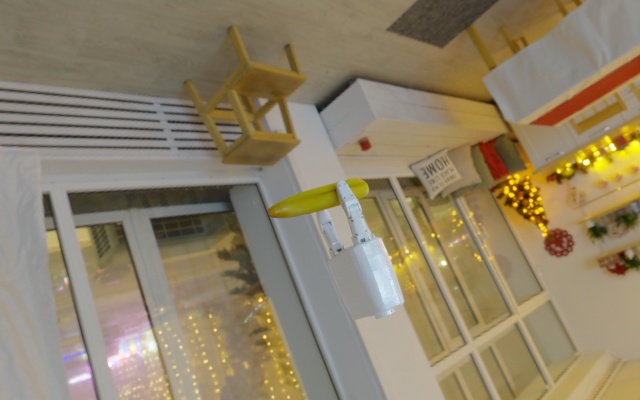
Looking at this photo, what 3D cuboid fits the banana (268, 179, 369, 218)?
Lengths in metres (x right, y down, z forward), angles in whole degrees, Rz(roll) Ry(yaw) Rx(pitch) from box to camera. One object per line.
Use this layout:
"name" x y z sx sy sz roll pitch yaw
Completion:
"banana" 0.012 -0.004 0.768 0.198 0.037 0.070 -15 -10 -36
